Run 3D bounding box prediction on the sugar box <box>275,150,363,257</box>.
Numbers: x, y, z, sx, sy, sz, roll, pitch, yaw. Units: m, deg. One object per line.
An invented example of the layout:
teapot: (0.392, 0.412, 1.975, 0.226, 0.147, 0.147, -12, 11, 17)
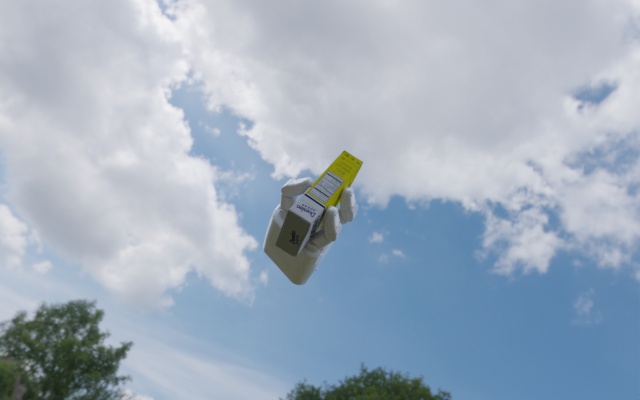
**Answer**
sugar box: (0.001, 0.003, 0.760, 0.048, 0.093, 0.176, 32, 48, 7)
